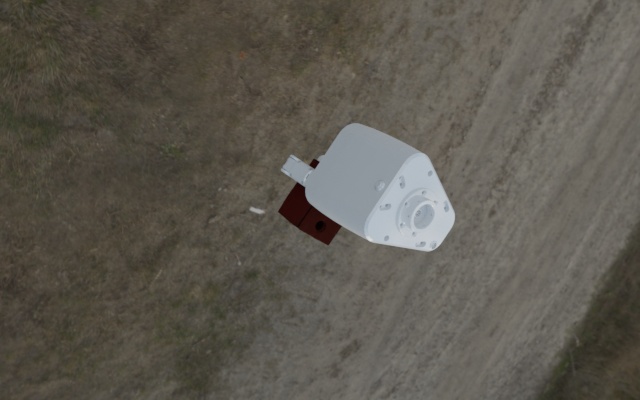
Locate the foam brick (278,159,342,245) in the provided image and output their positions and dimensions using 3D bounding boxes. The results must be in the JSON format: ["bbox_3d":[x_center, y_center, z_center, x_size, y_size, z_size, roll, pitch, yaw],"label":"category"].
[{"bbox_3d":[0.000,0.002,0.547,0.053,0.078,0.051,33,1,-39],"label":"foam brick"}]
